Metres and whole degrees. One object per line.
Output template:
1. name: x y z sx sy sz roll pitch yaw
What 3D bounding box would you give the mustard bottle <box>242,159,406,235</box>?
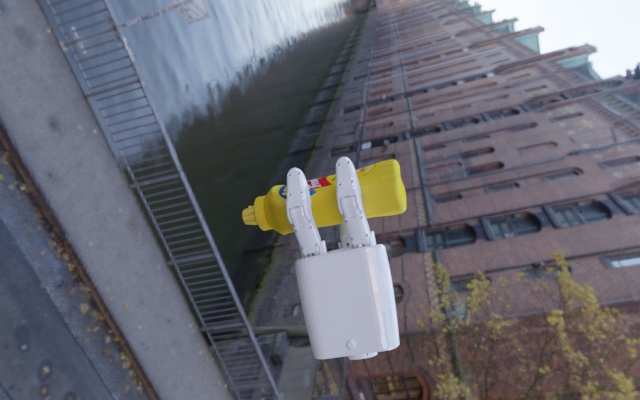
1. mustard bottle: 0.000 0.001 0.554 0.191 0.058 0.096 -12 16 13
